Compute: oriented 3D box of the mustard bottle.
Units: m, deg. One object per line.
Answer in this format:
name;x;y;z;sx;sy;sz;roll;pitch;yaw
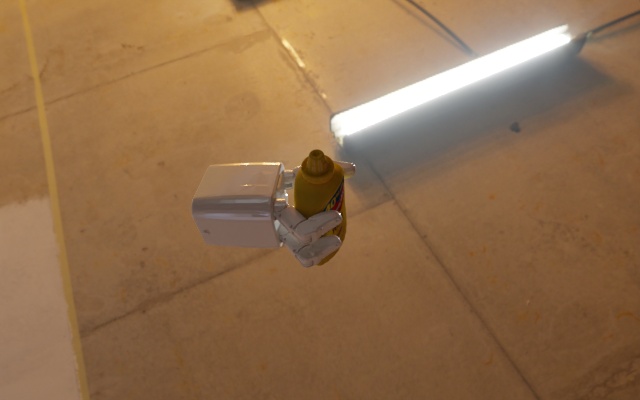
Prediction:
mustard bottle;0.000;0.002;0.642;0.058;0.096;0.192;21;-33;19
